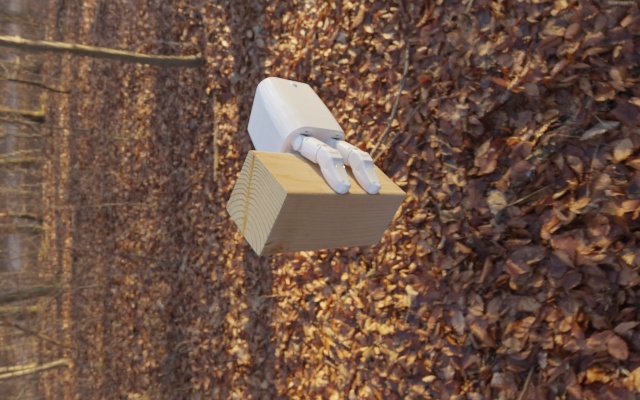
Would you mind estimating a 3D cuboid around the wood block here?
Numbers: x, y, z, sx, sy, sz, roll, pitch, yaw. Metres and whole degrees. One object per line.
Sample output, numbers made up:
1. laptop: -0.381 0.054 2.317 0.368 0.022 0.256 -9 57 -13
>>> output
1. wood block: 0.000 0.002 0.612 0.206 0.091 0.090 0 37 -43
